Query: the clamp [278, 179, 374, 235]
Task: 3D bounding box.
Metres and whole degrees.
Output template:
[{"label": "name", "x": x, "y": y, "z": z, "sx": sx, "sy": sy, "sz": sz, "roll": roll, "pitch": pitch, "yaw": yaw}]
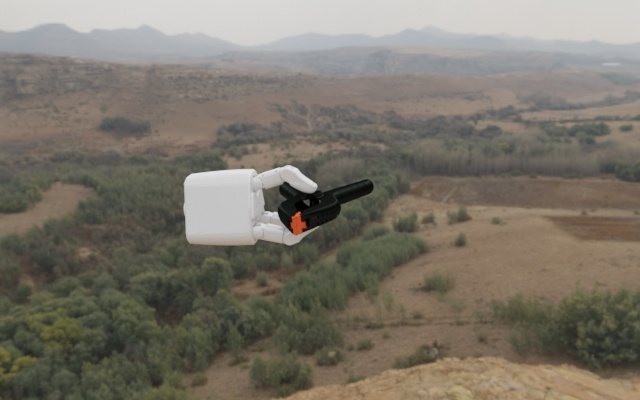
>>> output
[{"label": "clamp", "x": 0.000, "y": 0.002, "z": 0.740, "sx": 0.164, "sy": 0.036, "sz": 0.210, "roll": -4, "pitch": 16, "yaw": 7}]
